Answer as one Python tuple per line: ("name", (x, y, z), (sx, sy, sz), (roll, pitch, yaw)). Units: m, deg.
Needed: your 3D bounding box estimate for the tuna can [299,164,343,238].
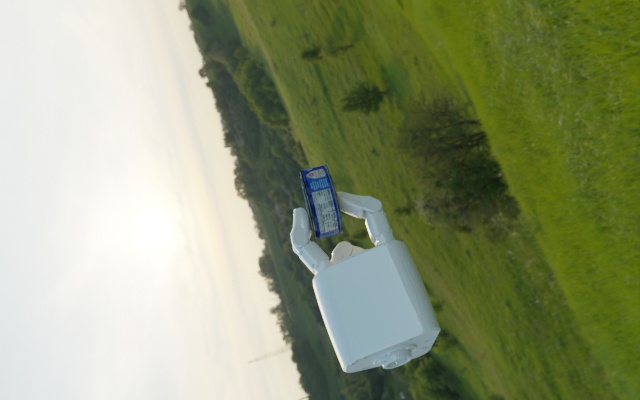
("tuna can", (0.000, 0.002, 0.576), (0.034, 0.086, 0.086), (-14, 1, -4))
